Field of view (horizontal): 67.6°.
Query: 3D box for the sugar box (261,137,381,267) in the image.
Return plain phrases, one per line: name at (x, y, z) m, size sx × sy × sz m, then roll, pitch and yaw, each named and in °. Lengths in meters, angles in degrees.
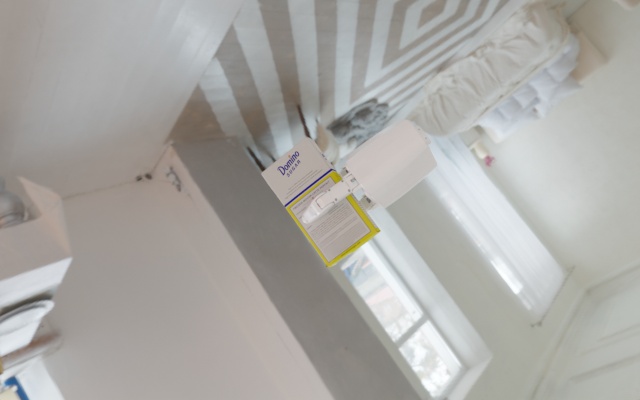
sugar box at (0.000, 0.002, 0.713) m, size 0.093 × 0.176 × 0.048 m, roll -37°, pitch -11°, yaw 10°
